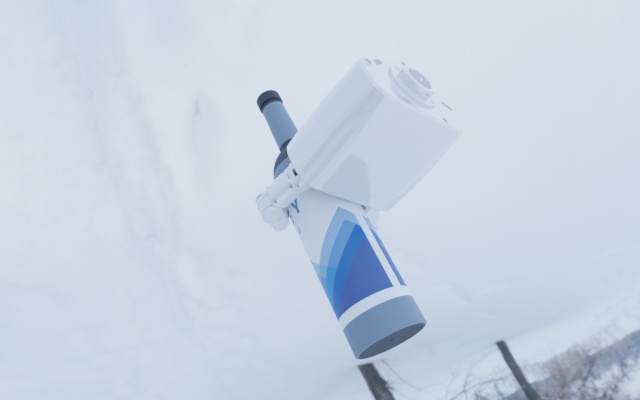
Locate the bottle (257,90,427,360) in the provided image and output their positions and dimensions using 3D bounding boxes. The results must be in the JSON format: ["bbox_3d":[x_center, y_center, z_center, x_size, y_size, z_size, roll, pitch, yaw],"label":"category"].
[{"bbox_3d":[0.000,0.002,0.465,0.069,0.295,0.069,-21,-29,-12],"label":"bottle"}]
